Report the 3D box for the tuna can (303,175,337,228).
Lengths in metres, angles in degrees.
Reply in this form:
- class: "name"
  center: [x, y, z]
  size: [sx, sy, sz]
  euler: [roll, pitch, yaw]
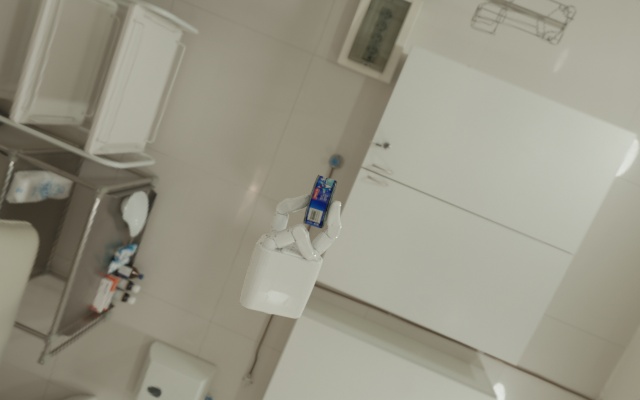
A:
- class: "tuna can"
  center: [0.001, 0.003, 0.798]
  size: [0.034, 0.086, 0.086]
  euler: [17, 1, 4]
